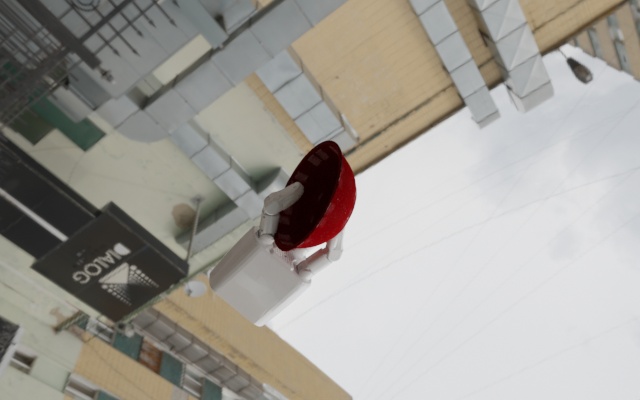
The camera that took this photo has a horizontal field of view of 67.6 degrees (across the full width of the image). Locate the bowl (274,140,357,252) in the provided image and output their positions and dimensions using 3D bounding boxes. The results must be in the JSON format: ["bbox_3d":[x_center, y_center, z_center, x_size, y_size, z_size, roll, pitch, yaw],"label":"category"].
[{"bbox_3d":[0.001,0.001,0.647,0.055,0.162,0.162,26,-11,-25],"label":"bowl"}]
